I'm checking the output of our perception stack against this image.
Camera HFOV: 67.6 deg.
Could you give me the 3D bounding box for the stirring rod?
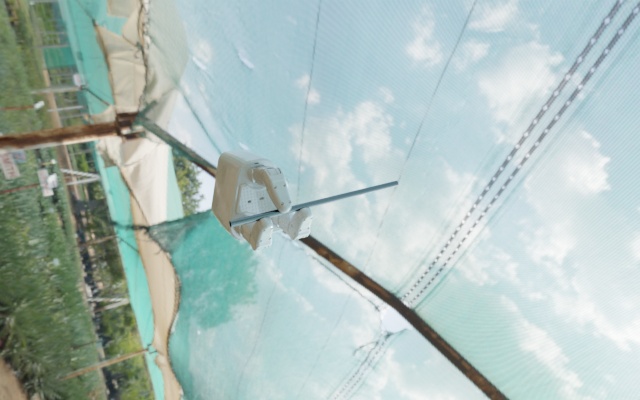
[{"bbox_3d":[0.000,0.002,0.610,0.239,0.011,0.011,-14,6,-25],"label":"stirring rod"}]
